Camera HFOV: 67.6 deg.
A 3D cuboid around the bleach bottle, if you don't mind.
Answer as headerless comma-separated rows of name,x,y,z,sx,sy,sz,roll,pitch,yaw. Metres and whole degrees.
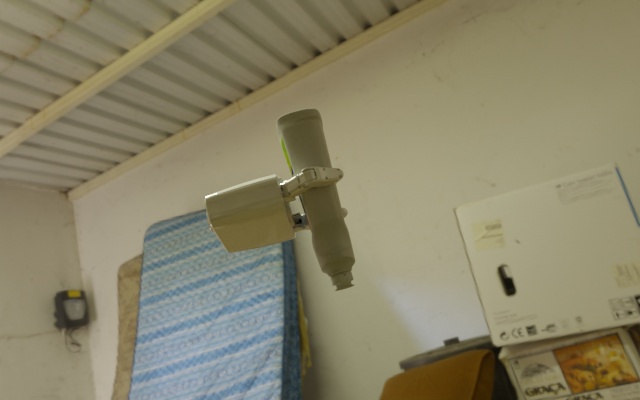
bleach bottle,0.000,0.002,0.683,0.068,0.250,0.102,-15,-17,-3
